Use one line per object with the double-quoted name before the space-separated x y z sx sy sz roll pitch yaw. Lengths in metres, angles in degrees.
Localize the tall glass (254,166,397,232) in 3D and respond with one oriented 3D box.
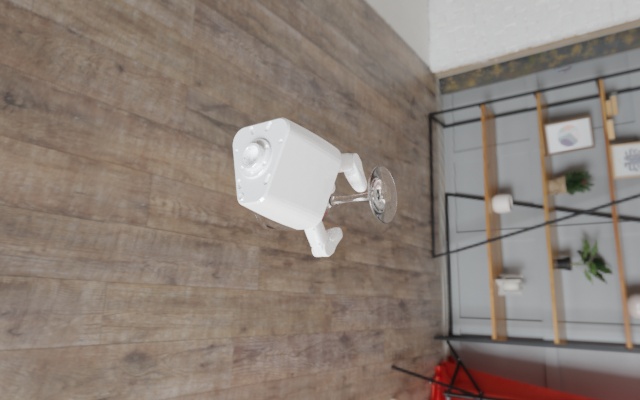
"tall glass" 0.001 0.002 0.669 0.201 0.079 0.079 -7 -4 35
